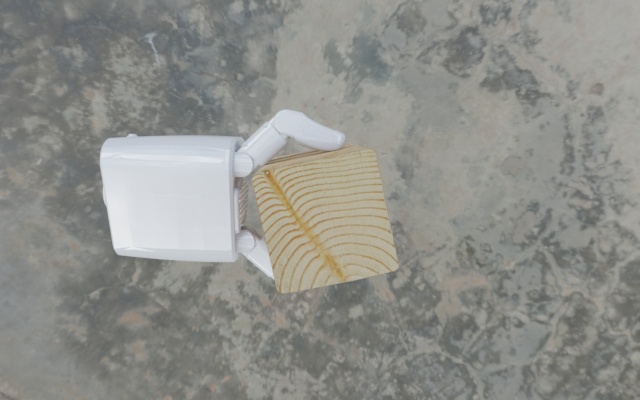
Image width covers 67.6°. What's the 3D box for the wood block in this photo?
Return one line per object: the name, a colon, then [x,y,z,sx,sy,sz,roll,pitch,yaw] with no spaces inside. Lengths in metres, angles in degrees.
wood block: [0.000,0.002,0.432,0.090,0.091,0.206,-12,9,-1]
